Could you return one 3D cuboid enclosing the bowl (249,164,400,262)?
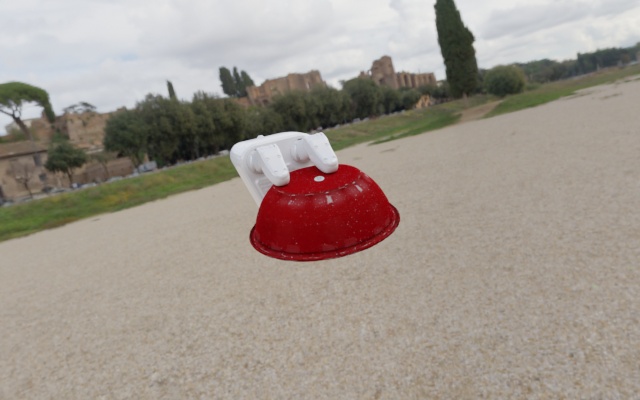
[{"bbox_3d":[0.001,0.002,0.500,0.162,0.055,0.162,-8,22,3],"label":"bowl"}]
